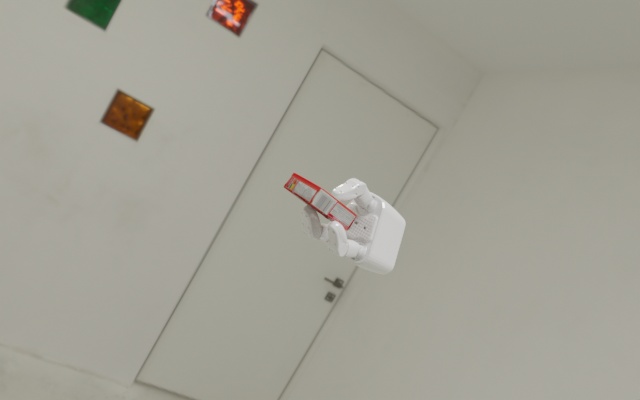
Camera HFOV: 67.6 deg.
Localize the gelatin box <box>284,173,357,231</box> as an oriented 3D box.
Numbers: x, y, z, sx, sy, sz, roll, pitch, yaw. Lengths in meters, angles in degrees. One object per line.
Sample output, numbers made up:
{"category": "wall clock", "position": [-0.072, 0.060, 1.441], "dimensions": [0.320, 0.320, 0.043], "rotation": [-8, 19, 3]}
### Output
{"category": "gelatin box", "position": [0.000, 0.002, 0.686], "dimensions": [0.089, 0.030, 0.073], "rotation": [37, -3, -41]}
